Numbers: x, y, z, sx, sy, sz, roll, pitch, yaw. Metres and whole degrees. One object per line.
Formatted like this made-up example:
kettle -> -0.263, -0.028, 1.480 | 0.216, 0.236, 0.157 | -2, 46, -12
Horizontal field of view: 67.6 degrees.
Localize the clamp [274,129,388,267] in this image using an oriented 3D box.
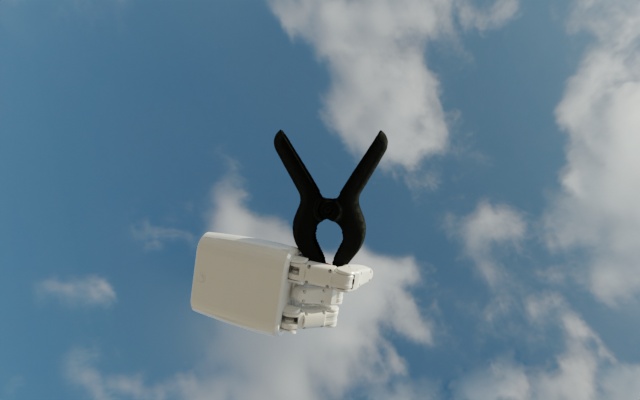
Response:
clamp -> 0.000, 0.002, 0.515 | 0.120, 0.171, 0.039 | 10, 4, 12
